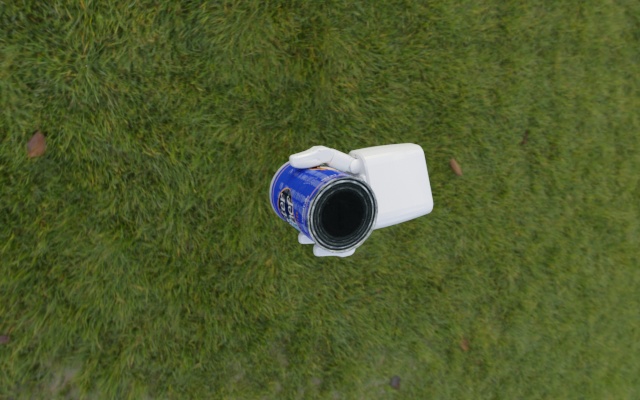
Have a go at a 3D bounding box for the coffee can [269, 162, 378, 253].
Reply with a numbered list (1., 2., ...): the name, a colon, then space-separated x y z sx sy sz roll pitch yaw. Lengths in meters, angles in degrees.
1. coffee can: 0.000 0.002 0.667 0.103 0.103 0.140 0 14 -26
